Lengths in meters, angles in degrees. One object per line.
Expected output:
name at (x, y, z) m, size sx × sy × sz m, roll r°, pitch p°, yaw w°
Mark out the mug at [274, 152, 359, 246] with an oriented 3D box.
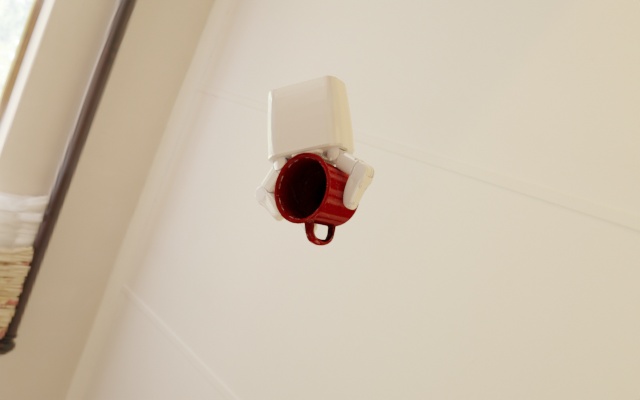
mug at (0.000, 0.003, 0.636) m, size 0.093 × 0.117 × 0.081 m, roll -15°, pitch -19°, yaw 35°
